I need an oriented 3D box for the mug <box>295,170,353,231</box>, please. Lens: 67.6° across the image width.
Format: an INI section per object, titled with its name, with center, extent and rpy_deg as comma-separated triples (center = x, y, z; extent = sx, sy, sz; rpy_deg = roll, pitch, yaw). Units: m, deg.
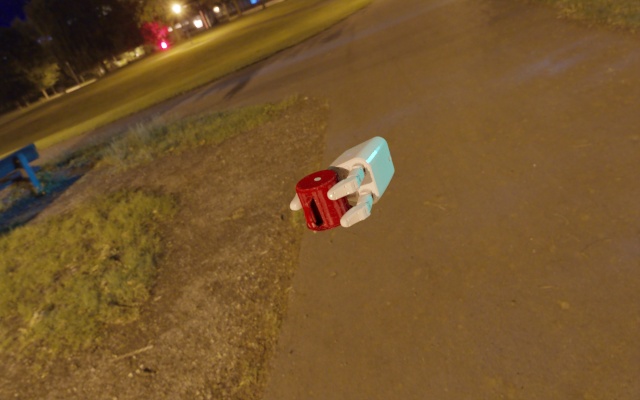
[mug]
center = -0.001, 0.003, 0.851
extent = 0.093, 0.081, 0.117
rpy_deg = -6, 27, 31
